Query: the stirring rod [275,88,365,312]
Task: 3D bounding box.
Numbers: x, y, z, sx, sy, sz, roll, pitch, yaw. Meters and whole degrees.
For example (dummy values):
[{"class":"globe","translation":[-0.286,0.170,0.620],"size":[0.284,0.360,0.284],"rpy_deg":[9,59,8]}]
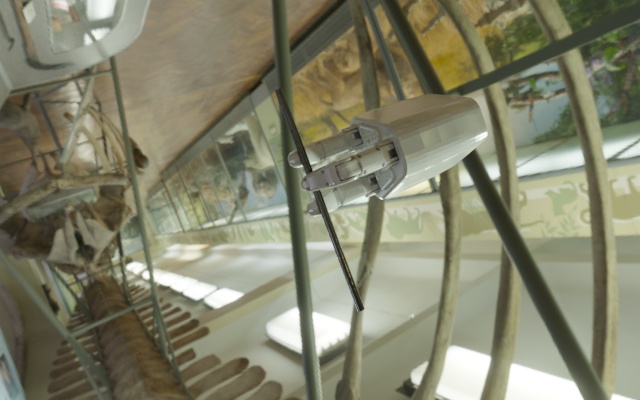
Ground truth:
[{"class":"stirring rod","translation":[0.000,0.001,0.486],"size":[0.011,0.239,0.011],"rpy_deg":[-20,5,2]}]
